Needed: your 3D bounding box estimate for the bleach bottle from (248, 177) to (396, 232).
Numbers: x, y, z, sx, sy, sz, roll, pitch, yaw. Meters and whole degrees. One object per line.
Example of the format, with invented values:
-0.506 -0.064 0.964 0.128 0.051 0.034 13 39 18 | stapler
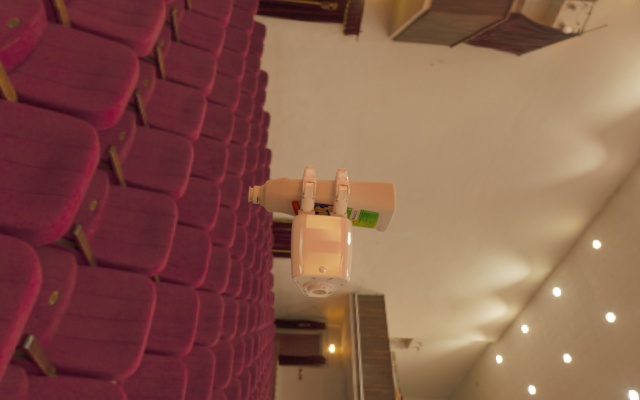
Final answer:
0.000 0.003 0.844 0.251 0.068 0.103 4 -29 -4 | bleach bottle
